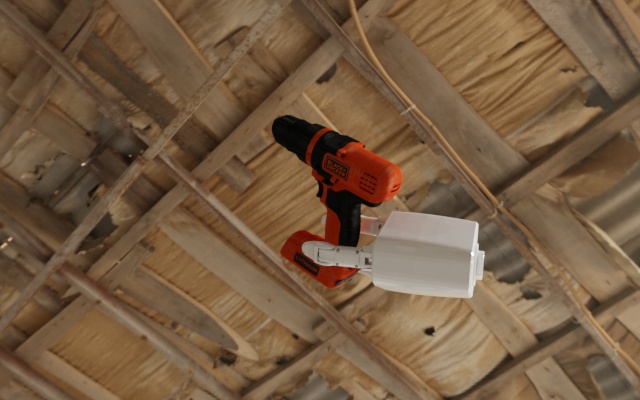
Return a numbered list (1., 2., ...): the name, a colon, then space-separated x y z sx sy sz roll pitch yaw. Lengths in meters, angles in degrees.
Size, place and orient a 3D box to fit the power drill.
1. power drill: 0.000 0.002 0.598 0.184 0.188 0.057 32 37 29
